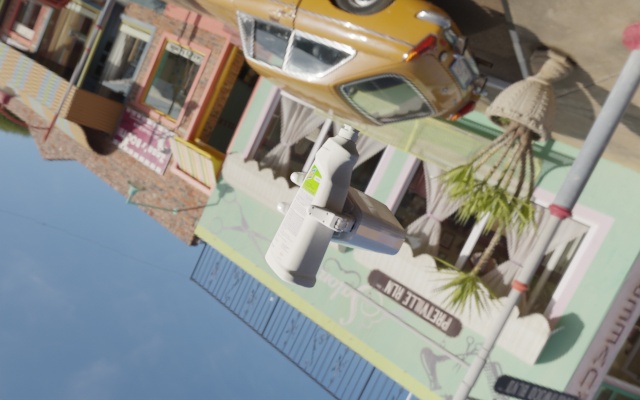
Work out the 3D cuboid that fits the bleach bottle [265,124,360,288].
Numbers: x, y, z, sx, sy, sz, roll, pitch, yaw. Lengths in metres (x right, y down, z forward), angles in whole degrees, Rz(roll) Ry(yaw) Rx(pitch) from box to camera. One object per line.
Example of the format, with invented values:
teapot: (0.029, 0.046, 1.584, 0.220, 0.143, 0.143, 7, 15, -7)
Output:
bleach bottle: (0.000, 0.002, 0.747, 0.068, 0.251, 0.102, 22, 7, -32)
